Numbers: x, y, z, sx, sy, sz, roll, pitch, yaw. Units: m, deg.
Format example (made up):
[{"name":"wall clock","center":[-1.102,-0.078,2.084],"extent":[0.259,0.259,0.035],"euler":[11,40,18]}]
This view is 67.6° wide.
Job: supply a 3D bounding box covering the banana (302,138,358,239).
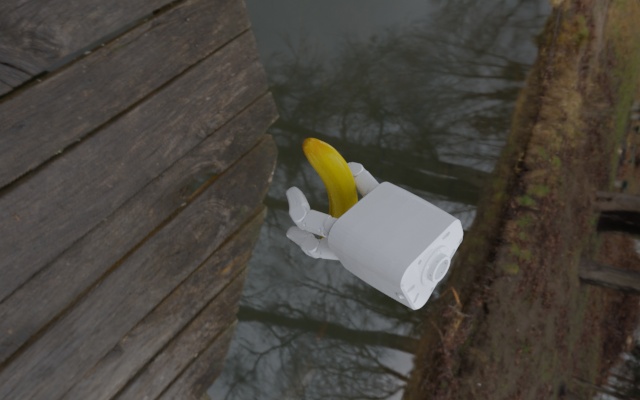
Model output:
[{"name":"banana","center":[0.016,-0.002,0.611],"extent":[0.069,0.198,0.037],"euler":[-24,46,-22]}]
